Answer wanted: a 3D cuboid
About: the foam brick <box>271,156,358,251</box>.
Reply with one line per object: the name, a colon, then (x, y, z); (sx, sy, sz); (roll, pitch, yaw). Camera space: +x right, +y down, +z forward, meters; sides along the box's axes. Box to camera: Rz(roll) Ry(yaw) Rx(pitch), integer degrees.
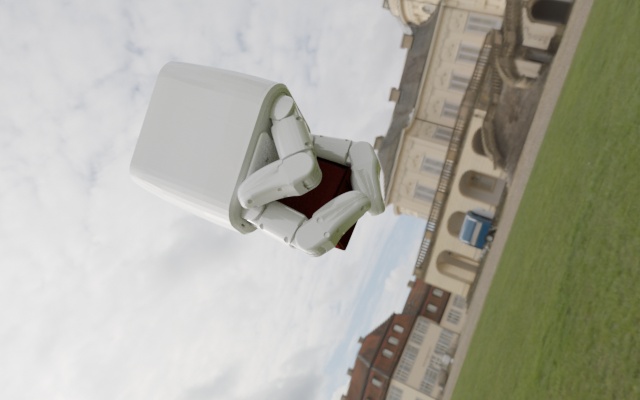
foam brick: (0.000, 0.002, 0.401); (0.051, 0.053, 0.078); (19, -15, 21)
